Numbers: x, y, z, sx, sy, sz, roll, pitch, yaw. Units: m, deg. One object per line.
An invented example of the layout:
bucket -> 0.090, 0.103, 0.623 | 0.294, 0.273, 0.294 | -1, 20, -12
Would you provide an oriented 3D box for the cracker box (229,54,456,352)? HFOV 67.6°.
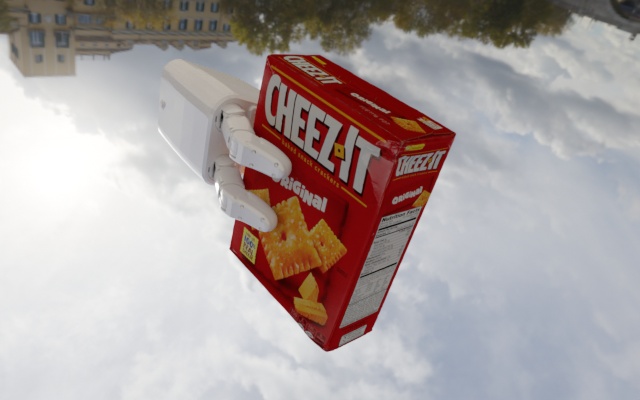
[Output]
cracker box -> 0.000, 0.002, 0.428 | 0.072, 0.214, 0.164 | -15, 42, -41
